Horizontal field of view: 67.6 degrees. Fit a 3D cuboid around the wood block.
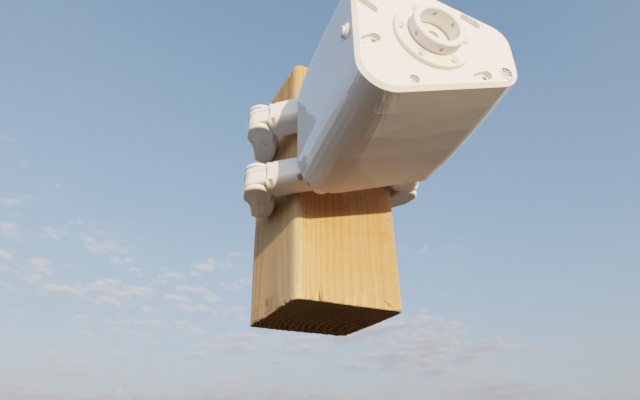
[{"bbox_3d":[0.001,0.001,0.412,0.091,0.206,0.090,13,-31,-25],"label":"wood block"}]
